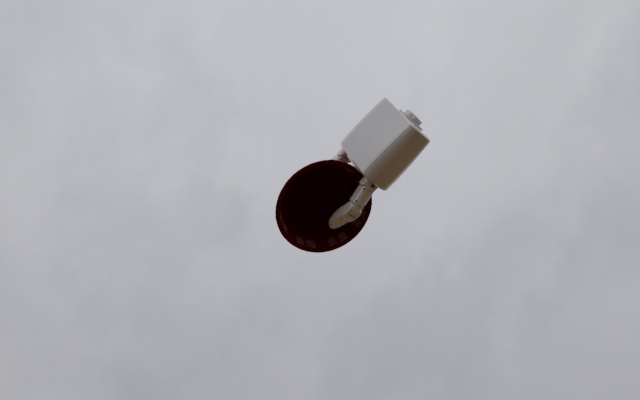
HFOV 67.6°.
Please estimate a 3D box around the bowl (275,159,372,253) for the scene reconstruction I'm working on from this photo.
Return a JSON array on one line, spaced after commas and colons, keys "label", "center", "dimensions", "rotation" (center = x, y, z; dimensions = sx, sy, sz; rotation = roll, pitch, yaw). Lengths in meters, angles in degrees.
[{"label": "bowl", "center": [-0.001, 0.003, 0.781], "dimensions": [0.162, 0.162, 0.055], "rotation": [0, 23, -19]}]
